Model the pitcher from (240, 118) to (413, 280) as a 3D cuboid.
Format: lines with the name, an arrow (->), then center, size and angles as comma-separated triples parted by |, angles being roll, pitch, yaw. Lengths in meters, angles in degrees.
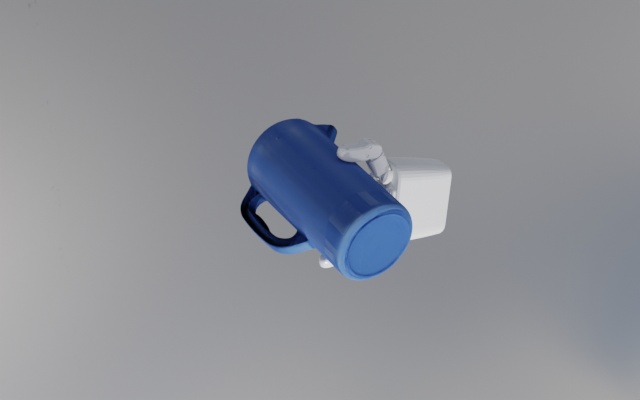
pitcher -> 0.000, 0.002, 0.635 | 0.145, 0.149, 0.242 | -3, 31, -33
